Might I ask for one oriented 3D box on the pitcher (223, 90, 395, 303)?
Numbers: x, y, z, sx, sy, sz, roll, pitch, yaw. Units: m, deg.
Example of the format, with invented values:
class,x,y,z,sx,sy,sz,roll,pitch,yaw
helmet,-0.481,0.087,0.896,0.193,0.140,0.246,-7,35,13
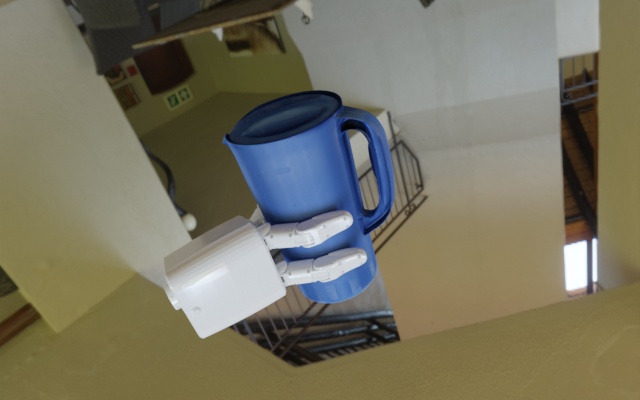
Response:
class,x,y,z,sx,sy,sz,roll,pitch,yaw
pitcher,0.000,0.002,0.566,0.145,0.243,0.149,-28,31,-16
